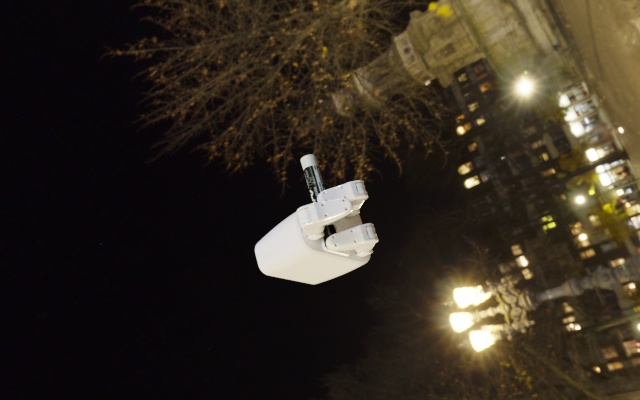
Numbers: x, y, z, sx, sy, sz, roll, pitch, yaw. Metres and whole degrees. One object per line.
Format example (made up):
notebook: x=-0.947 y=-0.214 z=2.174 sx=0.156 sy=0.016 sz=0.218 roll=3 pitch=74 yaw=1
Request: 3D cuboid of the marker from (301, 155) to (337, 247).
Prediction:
marker: x=0.000 y=0.002 z=0.576 sx=0.020 sy=0.121 sz=0.020 roll=-15 pitch=-18 yaw=-5
